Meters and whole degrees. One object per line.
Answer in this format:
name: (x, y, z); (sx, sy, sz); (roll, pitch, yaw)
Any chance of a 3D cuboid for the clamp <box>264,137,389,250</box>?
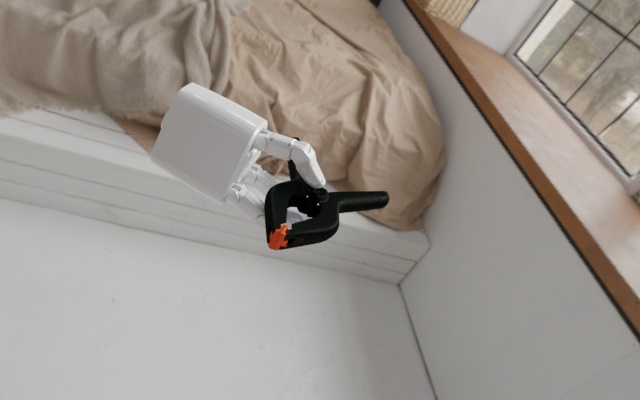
clamp: (0.000, 0.002, 0.596); (0.164, 0.036, 0.210); (27, 34, 1)
